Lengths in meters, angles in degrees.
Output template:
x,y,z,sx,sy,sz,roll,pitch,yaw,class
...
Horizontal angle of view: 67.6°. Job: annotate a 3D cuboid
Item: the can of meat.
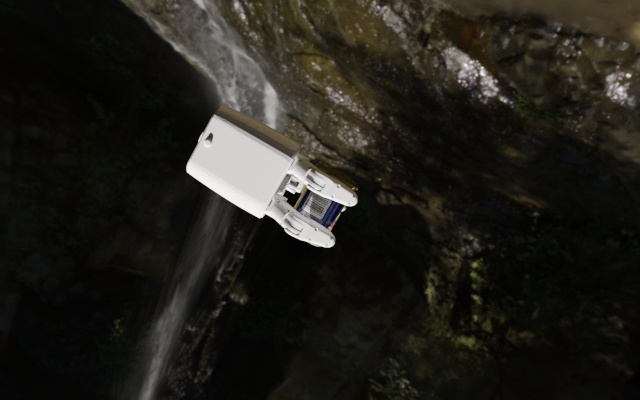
x,y,z,sx,sy,sz,roll,pitch,yaw,class
0.000,0.002,0.595,0.057,0.084,0.102,30,8,-3,can of meat
